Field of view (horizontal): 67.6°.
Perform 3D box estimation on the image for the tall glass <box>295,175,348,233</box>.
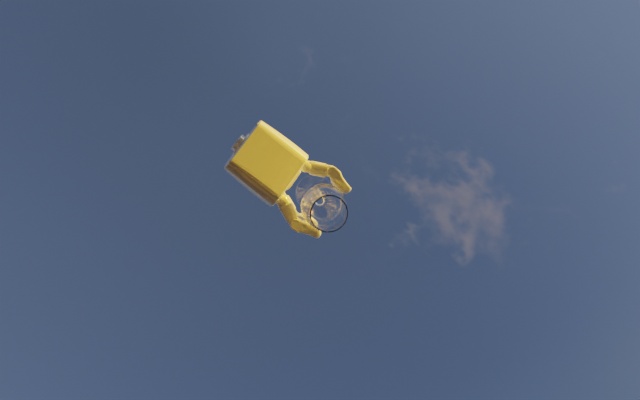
[{"bbox_3d":[0.000,0.003,0.853,0.079,0.079,0.201,0,11,-8],"label":"tall glass"}]
